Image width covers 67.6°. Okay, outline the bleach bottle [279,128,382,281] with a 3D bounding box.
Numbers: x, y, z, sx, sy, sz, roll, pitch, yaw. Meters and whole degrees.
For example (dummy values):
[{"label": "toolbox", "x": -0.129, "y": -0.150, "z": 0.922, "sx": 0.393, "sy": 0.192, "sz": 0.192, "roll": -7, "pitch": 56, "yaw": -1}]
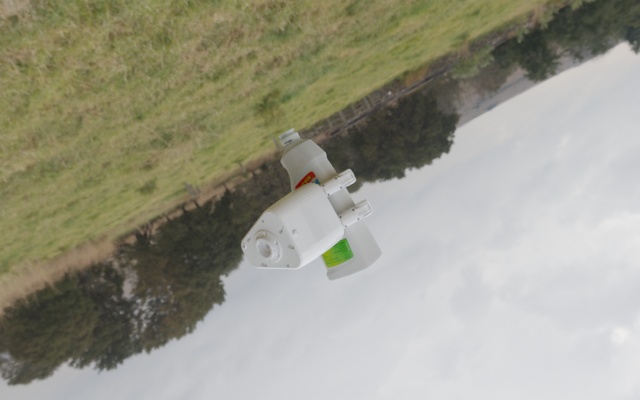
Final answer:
[{"label": "bleach bottle", "x": 0.000, "y": 0.003, "z": 0.781, "sx": 0.102, "sy": 0.251, "sz": 0.068, "roll": -27, "pitch": 4, "yaw": 41}]
